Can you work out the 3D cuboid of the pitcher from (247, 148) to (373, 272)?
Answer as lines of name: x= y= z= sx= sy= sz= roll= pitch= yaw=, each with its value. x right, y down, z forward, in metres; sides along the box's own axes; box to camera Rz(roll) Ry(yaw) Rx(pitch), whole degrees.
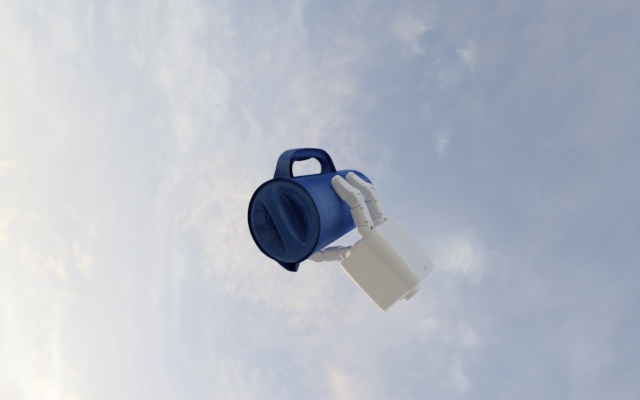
pitcher: x=0.000 y=0.003 z=0.805 sx=0.149 sy=0.145 sz=0.243 roll=-51 pitch=-16 yaw=28
